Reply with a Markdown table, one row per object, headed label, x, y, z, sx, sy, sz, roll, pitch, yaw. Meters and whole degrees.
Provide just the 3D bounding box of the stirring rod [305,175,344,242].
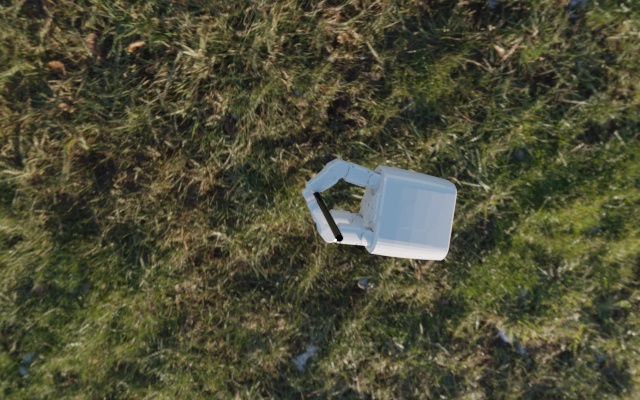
| label | x | y | z | sx | sy | sz | roll | pitch | yaw |
| --- | --- | --- | --- | --- | --- | --- | --- | --- | --- |
| stirring rod | 0.000 | 0.002 | 0.588 | 0.011 | 0.011 | 0.239 | 0 | 17 | -10 |
